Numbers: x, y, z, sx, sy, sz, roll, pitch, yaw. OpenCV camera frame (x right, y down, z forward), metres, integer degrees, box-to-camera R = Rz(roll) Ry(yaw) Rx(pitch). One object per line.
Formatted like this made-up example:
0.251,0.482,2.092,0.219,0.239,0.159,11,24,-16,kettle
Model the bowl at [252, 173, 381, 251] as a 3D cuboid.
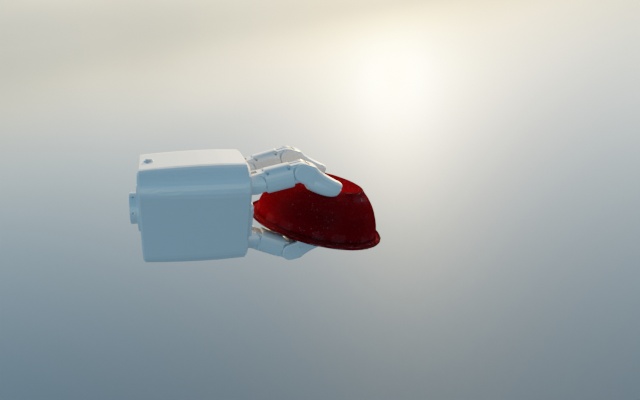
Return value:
0.001,0.002,0.569,0.162,0.055,0.162,14,15,-4,bowl
